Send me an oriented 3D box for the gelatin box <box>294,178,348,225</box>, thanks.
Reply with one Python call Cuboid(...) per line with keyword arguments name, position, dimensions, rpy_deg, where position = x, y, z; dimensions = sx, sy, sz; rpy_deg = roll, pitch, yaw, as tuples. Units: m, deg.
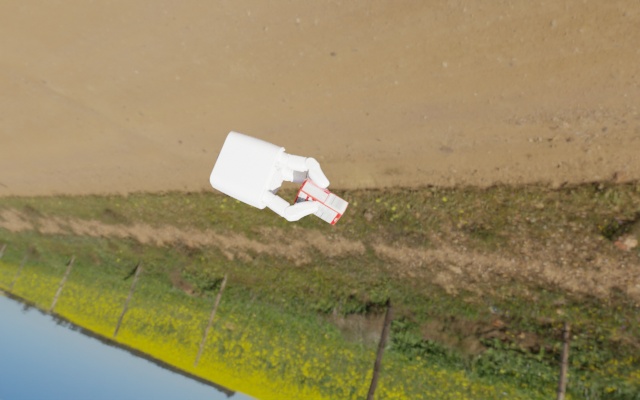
Cuboid(name="gelatin box", position=(0.000, 0.003, 0.871), dimensions=(0.089, 0.030, 0.073), rpy_deg=(31, -21, 0))
